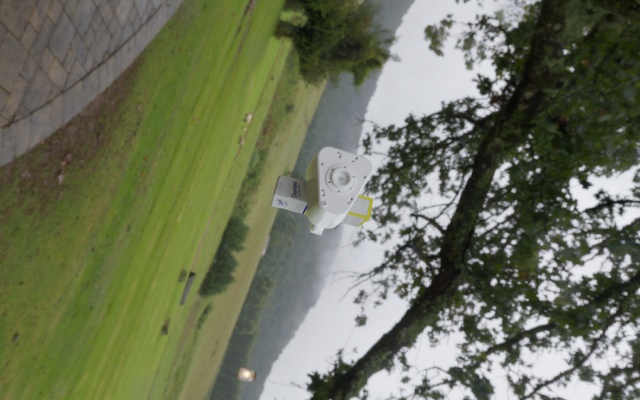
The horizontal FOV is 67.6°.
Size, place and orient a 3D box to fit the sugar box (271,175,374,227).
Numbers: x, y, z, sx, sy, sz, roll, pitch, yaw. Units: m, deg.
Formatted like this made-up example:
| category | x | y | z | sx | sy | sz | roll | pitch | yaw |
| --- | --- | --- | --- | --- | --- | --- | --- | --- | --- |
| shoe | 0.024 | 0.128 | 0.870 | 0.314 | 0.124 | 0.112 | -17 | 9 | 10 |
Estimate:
| category | x | y | z | sx | sy | sz | roll | pitch | yaw |
| --- | --- | --- | --- | --- | --- | --- | --- | --- | --- |
| sugar box | 0.000 | 0.002 | 0.884 | 0.176 | 0.048 | 0.093 | 17 | -16 | -6 |
